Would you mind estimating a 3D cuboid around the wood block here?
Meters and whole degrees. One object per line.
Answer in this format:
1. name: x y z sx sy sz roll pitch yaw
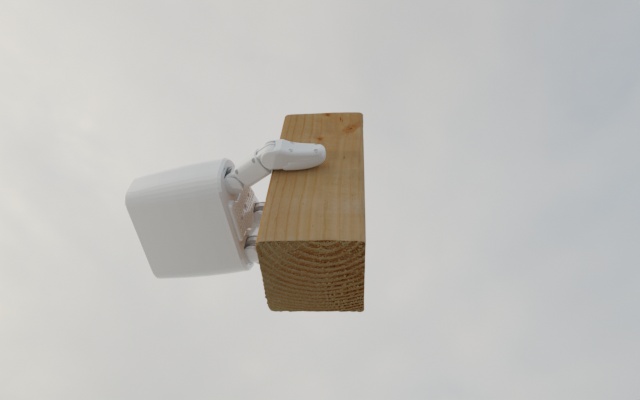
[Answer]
1. wood block: 0.000 0.001 0.481 0.090 0.091 0.206 -1 40 5
